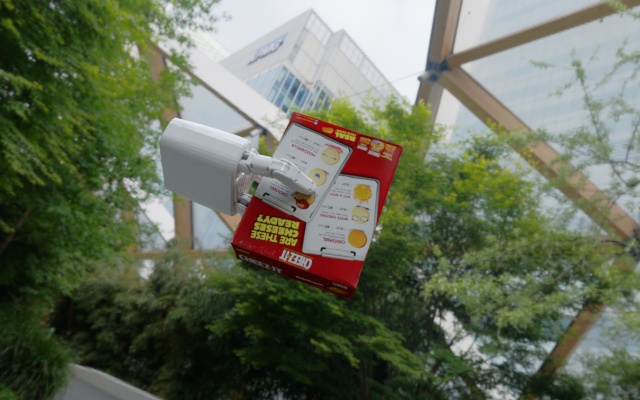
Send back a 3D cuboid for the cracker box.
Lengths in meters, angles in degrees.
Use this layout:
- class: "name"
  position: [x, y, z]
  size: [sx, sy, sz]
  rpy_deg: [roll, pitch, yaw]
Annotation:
- class: "cracker box"
  position: [0.000, 0.002, 0.642]
  size: [0.164, 0.213, 0.072]
  rpy_deg: [19, -24, 7]
